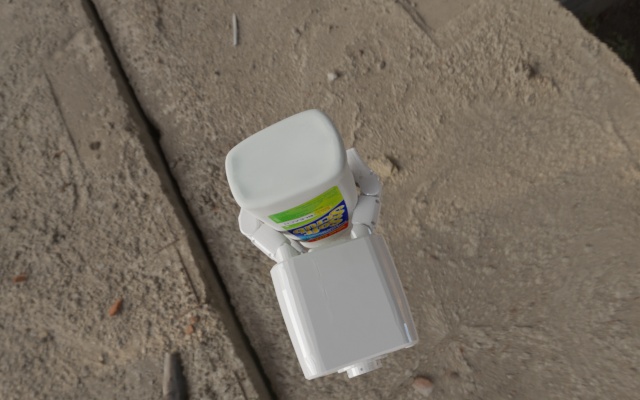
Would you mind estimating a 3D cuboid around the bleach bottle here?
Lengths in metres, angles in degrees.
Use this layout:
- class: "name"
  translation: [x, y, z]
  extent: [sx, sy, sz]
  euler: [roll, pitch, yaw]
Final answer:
- class: "bleach bottle"
  translation: [0.000, 0.002, 0.491]
  extent: [0.102, 0.068, 0.251]
  euler: [-23, -21, 8]
